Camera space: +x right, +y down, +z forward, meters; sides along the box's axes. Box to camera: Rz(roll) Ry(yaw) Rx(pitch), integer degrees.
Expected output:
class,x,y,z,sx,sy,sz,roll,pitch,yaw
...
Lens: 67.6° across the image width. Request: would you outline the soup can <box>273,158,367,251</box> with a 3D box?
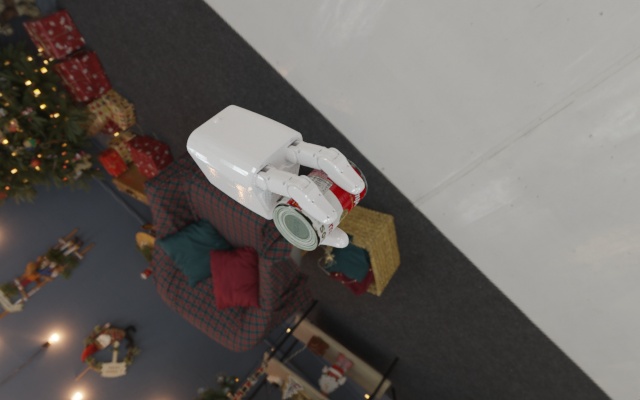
class,x,y,z,sx,sy,sz,roll,pitch,yaw
soup can,0.000,0.002,0.566,0.068,0.068,0.102,0,36,47
